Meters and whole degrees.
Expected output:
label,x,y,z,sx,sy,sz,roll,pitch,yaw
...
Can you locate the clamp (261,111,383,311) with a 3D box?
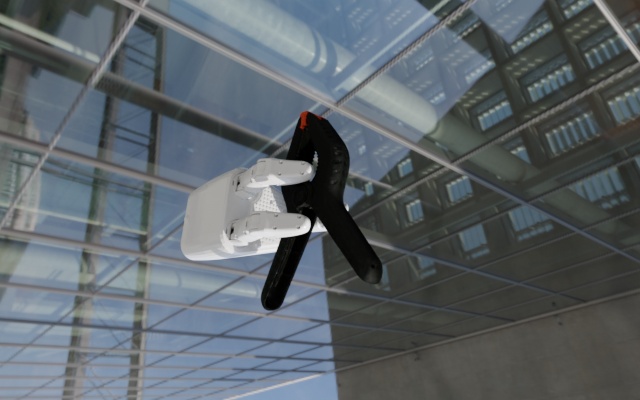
label,x,y,z,sx,sy,sz,roll,pitch,yaw
clamp,0.001,0.001,0.479,0.036,0.210,0.164,18,-22,-37
